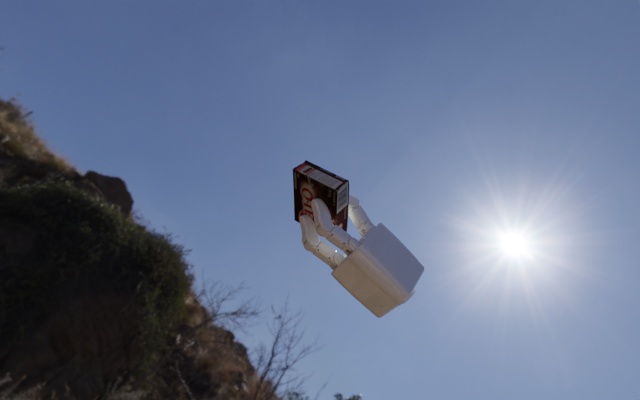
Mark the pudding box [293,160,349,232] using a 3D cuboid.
[{"bbox_3d":[0.000,0.002,0.772,0.090,0.114,0.039,27,44,28],"label":"pudding box"}]
